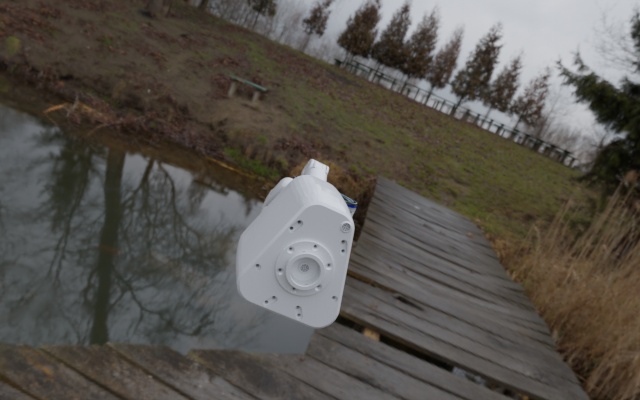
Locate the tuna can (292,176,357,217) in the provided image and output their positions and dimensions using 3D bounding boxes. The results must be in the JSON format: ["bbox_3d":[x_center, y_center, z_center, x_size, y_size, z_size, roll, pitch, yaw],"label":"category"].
[{"bbox_3d":[0.000,0.001,0.574,0.086,0.034,0.086,23,7,-3],"label":"tuna can"}]
